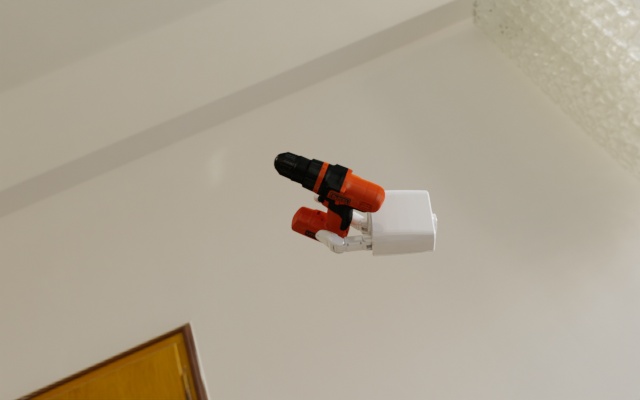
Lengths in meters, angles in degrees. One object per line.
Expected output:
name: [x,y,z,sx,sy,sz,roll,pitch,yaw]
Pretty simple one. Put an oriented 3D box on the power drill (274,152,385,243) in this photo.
power drill: [0.000,0.003,0.812,0.184,0.057,0.188,23,-30,1]
